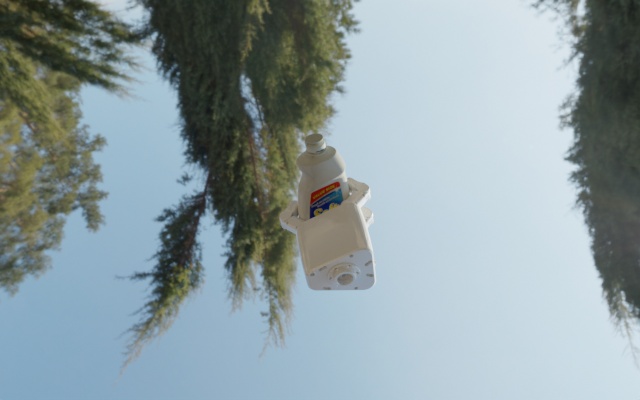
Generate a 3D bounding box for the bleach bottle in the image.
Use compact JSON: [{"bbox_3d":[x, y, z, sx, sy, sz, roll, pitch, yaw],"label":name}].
[{"bbox_3d":[0.000,0.003,0.808,0.102,0.251,0.068,-12,39,-1],"label":"bleach bottle"}]
